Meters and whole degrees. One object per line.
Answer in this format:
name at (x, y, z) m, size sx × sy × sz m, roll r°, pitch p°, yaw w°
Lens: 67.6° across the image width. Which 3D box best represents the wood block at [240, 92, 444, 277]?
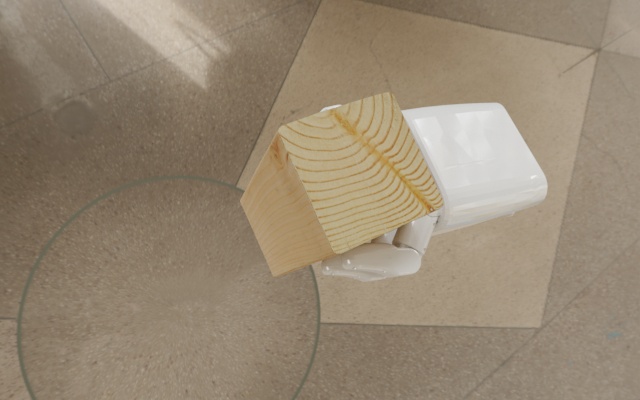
wood block at (0.000, 0.001, 0.406) m, size 0.090 × 0.091 × 0.206 m, roll -22°, pitch -6°, yaw -20°
